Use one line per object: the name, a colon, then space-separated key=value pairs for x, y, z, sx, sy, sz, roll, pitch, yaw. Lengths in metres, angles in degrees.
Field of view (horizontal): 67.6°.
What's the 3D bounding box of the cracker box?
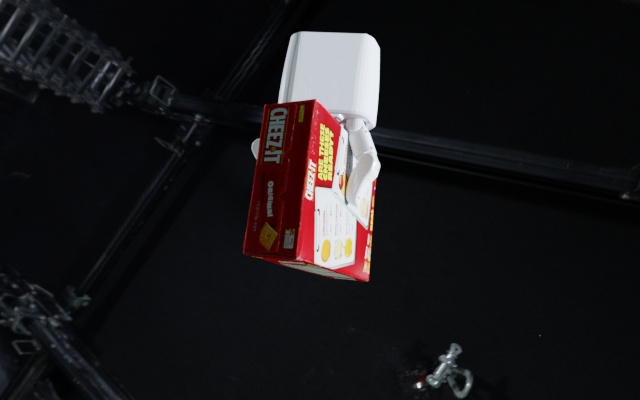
cracker box: x=0.000 y=0.002 z=0.564 sx=0.072 sy=0.164 sz=0.214 roll=0 pitch=-14 yaw=25
